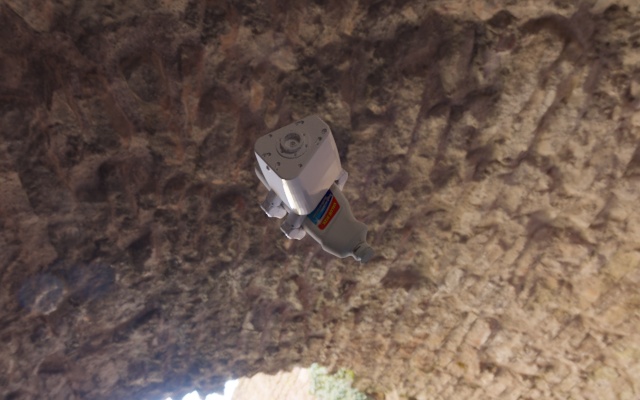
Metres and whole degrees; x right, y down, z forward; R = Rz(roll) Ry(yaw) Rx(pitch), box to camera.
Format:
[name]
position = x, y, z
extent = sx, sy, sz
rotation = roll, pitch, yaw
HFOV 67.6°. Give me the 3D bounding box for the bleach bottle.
[bleach bottle]
position = 0.000, 0.003, 0.796
extent = 0.102, 0.250, 0.068
rotation = -40, -27, -10
